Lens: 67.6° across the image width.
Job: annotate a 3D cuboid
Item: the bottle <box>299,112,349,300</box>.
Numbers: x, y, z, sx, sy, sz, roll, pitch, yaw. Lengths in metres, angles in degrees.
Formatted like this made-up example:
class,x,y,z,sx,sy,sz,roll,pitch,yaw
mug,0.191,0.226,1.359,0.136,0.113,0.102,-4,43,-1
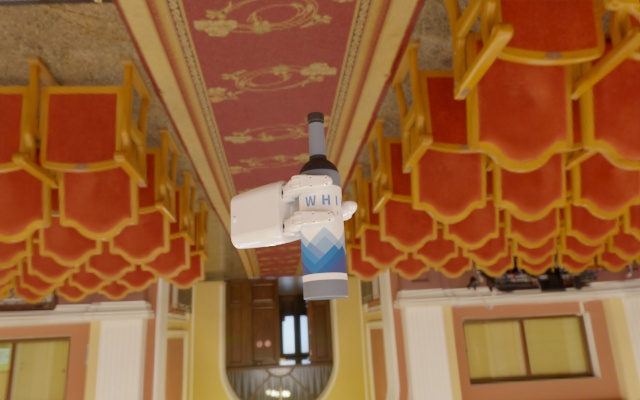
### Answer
class,x,y,z,sx,sy,sz,roll,pitch,yaw
bottle,0.000,0.003,0.743,0.069,0.295,0.069,-3,-15,-1
